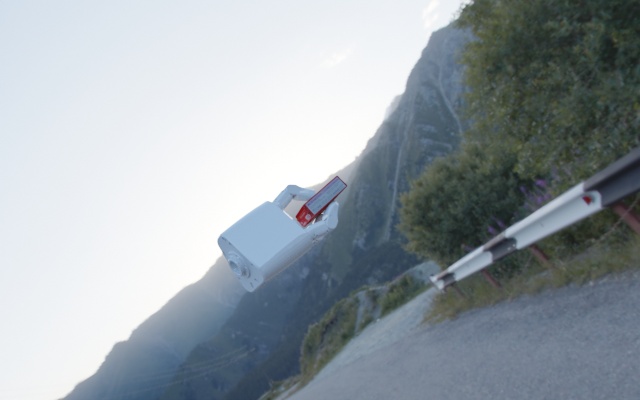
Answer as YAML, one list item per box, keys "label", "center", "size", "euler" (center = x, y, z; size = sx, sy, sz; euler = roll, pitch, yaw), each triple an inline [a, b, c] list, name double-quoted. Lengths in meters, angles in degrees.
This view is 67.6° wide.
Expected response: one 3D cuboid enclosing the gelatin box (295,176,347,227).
- label: "gelatin box"
  center: [0.000, 0.002, 0.852]
  size: [0.089, 0.030, 0.073]
  euler: [-43, -3, -23]
